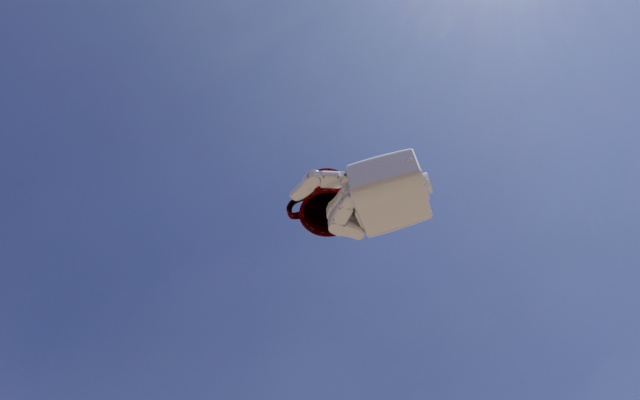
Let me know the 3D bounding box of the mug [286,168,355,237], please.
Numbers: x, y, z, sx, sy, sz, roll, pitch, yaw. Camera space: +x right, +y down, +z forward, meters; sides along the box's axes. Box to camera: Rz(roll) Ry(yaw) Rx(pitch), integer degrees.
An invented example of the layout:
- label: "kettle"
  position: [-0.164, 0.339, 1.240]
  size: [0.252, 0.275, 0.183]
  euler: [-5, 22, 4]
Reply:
- label: "mug"
  position: [-0.001, 0.003, 0.796]
  size: [0.117, 0.093, 0.081]
  euler: [-15, 34, 10]
